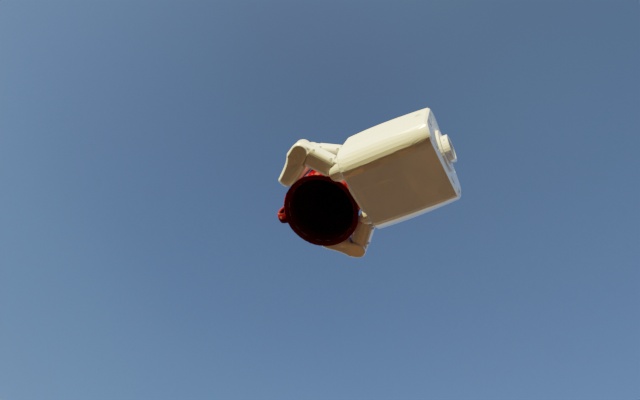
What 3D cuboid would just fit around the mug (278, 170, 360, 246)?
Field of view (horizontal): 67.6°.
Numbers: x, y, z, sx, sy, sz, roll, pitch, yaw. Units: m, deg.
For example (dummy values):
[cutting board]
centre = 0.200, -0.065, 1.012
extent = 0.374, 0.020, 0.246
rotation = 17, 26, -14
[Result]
[mug]
centre = -0.001, 0.002, 0.609
extent = 0.117, 0.093, 0.081
rotation = -20, 16, 23
